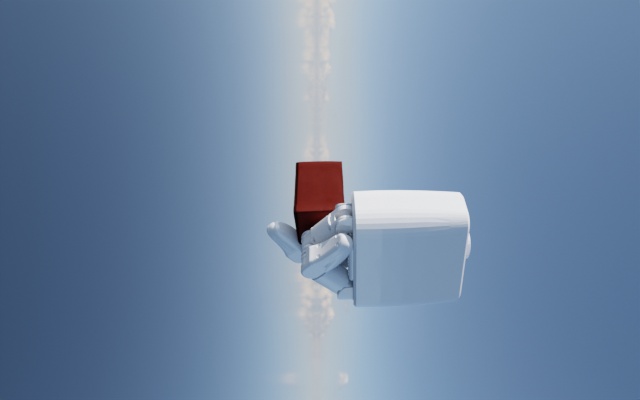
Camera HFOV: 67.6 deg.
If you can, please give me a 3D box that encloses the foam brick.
[{"bbox_3d":[0.000,0.001,0.512,0.051,0.078,0.053,-3,-44,3],"label":"foam brick"}]
